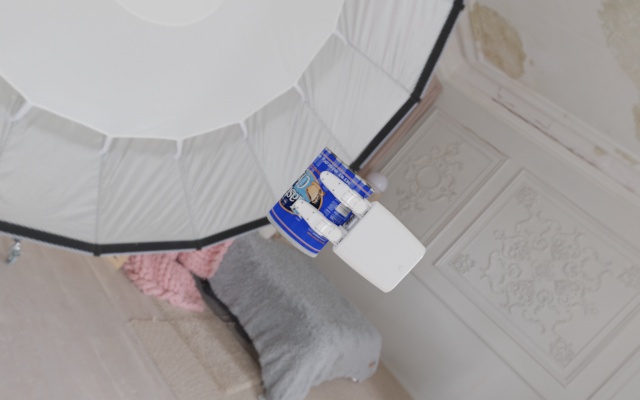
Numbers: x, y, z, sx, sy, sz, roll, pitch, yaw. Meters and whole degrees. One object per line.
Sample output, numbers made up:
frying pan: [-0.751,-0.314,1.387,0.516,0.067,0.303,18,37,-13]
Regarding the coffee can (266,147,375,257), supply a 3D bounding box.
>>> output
coffee can: [0.000,0.002,0.741,0.103,0.140,0.103,41,5,-5]
